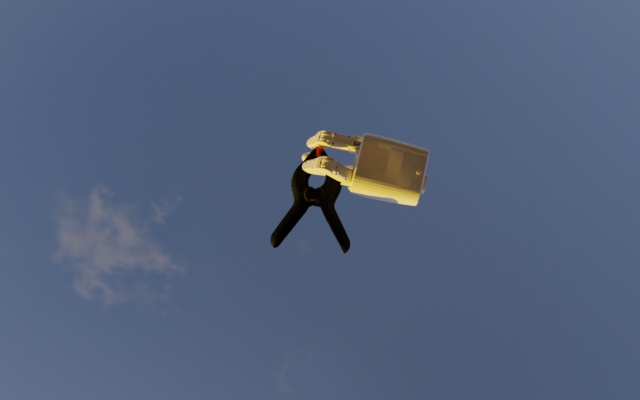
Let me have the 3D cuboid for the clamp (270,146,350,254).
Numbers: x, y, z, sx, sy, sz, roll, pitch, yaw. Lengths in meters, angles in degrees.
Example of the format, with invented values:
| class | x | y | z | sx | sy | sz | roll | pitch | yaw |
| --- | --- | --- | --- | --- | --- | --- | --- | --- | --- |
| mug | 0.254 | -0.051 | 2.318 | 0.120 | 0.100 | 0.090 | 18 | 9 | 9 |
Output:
| class | x | y | z | sx | sy | sz | roll | pitch | yaw |
| --- | --- | --- | --- | --- | --- | --- | --- | --- | --- |
| clamp | 0.000 | 0.002 | 0.736 | 0.120 | 0.171 | 0.039 | 14 | -13 | 4 |
